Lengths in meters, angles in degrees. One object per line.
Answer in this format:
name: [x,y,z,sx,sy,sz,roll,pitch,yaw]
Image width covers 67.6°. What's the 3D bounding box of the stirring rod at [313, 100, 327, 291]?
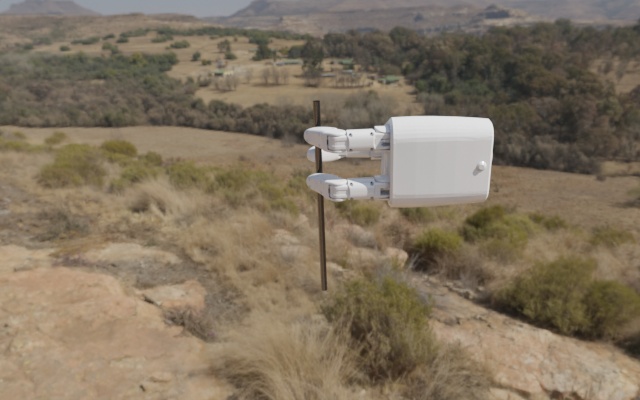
stirring rod: [0.000,0.002,0.574,0.011,0.240,0.011,-2,21,1]
